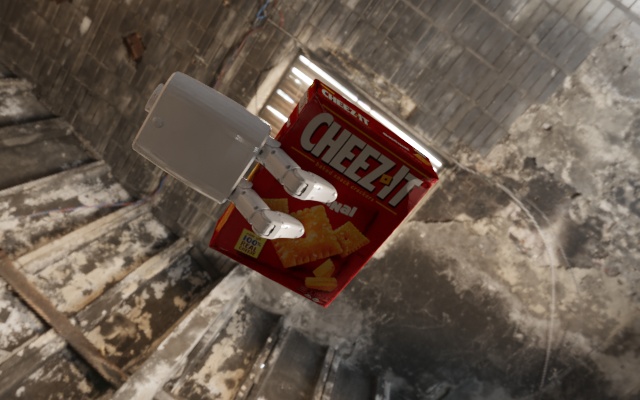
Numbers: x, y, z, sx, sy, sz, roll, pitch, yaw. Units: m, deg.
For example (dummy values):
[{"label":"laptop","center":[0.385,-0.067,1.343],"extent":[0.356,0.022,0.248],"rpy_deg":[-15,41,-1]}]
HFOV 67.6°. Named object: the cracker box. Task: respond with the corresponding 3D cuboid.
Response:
[{"label":"cracker box","center":[0.000,0.002,0.541],"extent":[0.164,0.214,0.072],"rpy_deg":[32,23,-16]}]
